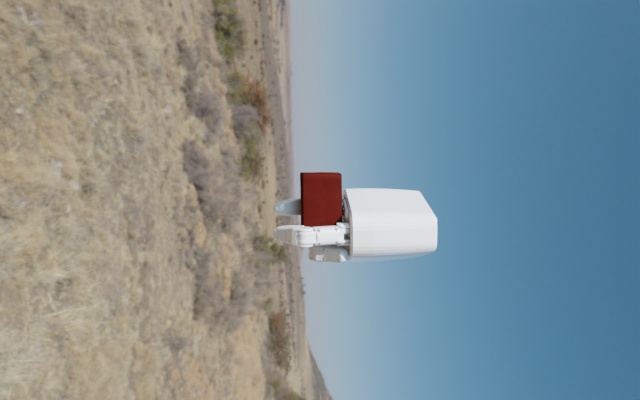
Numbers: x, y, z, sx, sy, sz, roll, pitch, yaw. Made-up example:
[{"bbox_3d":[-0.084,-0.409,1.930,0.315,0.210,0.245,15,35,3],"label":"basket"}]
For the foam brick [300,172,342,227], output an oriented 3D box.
[{"bbox_3d":[0.000,0.002,0.609,0.051,0.078,0.053,-1,6,-2],"label":"foam brick"}]
